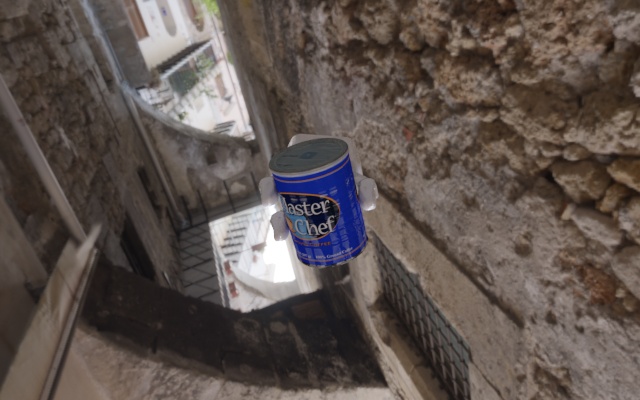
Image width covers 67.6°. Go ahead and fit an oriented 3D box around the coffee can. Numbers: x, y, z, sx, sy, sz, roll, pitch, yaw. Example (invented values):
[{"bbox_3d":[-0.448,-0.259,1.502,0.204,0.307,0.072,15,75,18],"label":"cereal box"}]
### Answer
[{"bbox_3d":[0.000,0.002,0.628,0.103,0.140,0.102,-12,26,6],"label":"coffee can"}]
